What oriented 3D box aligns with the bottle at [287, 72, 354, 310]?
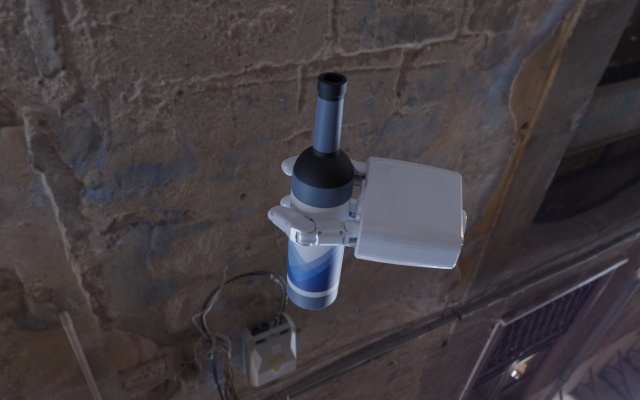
[{"bbox_3d":[0.000,0.002,0.531,0.069,0.296,0.069,3,39,-3],"label":"bottle"}]
